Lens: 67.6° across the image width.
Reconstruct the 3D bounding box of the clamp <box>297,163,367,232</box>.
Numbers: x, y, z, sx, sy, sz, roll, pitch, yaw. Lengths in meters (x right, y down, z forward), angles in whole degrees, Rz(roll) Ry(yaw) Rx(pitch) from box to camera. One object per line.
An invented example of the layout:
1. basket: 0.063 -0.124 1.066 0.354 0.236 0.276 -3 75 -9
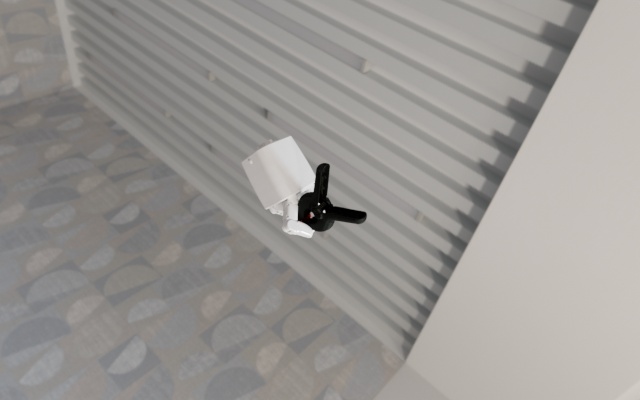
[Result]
1. clamp: 0.001 0.003 0.851 0.039 0.120 0.171 -31 5 -38
